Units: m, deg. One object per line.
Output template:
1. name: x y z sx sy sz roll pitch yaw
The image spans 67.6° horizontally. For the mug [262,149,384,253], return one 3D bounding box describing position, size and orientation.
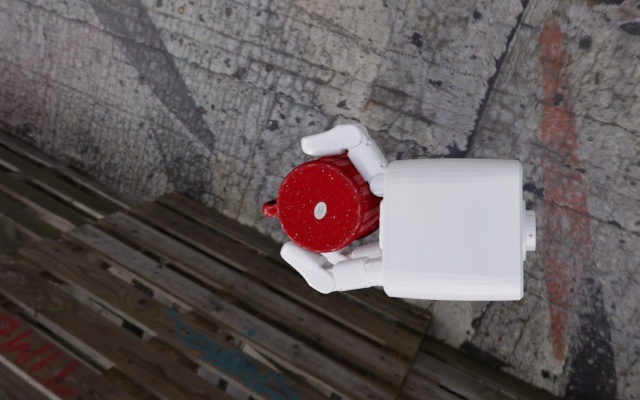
1. mug: -0.001 0.001 0.447 0.117 0.093 0.081 -3 7 21
